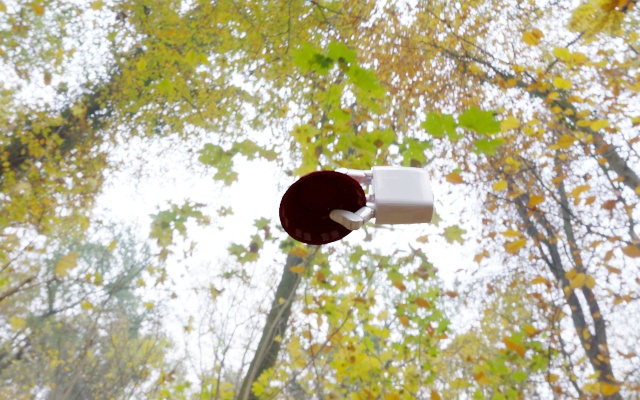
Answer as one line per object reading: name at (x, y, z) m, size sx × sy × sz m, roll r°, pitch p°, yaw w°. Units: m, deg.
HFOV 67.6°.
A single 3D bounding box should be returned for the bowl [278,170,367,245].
bowl at (-0.001, 0.002, 0.873) m, size 0.162 × 0.162 × 0.055 m, roll 0°, pitch 33°, yaw -13°
